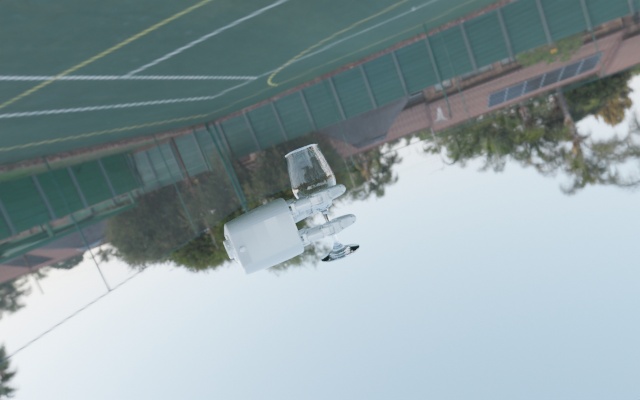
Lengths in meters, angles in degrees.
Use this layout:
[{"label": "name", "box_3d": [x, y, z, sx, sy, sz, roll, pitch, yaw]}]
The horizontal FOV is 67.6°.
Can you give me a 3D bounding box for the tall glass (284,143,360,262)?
[{"label": "tall glass", "box_3d": [0.000, 0.003, 0.840, 0.079, 0.201, 0.079, -20, 8, 3]}]
